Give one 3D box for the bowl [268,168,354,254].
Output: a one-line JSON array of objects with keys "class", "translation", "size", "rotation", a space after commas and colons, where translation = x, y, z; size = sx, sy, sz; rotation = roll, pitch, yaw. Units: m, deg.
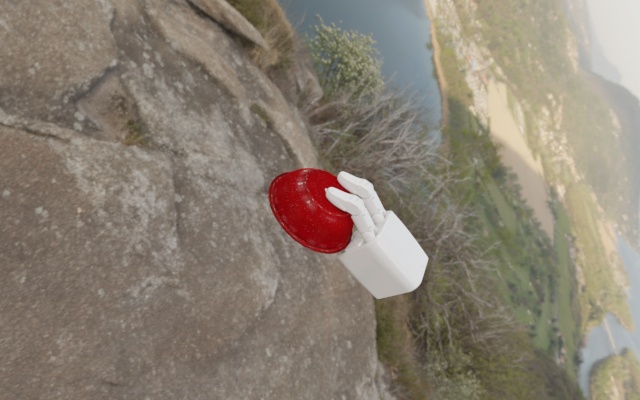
[{"class": "bowl", "translation": [-0.001, 0.002, 0.757], "size": [0.162, 0.162, 0.055], "rotation": [0, -36, -43]}]
